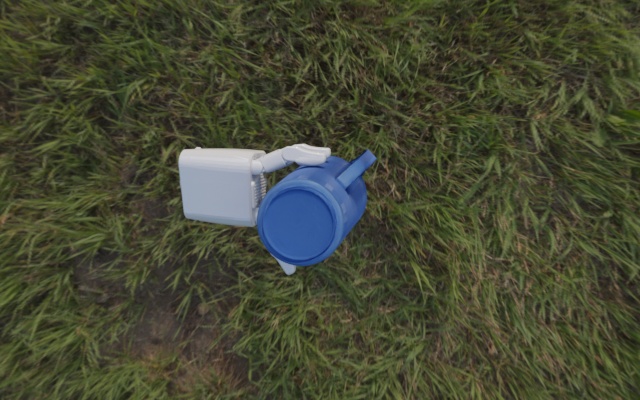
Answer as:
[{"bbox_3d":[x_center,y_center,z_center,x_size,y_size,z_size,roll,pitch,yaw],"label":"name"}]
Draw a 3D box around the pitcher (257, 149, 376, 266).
[{"bbox_3d":[0.000,0.002,0.679,0.145,0.149,0.243,4,10,8],"label":"pitcher"}]
